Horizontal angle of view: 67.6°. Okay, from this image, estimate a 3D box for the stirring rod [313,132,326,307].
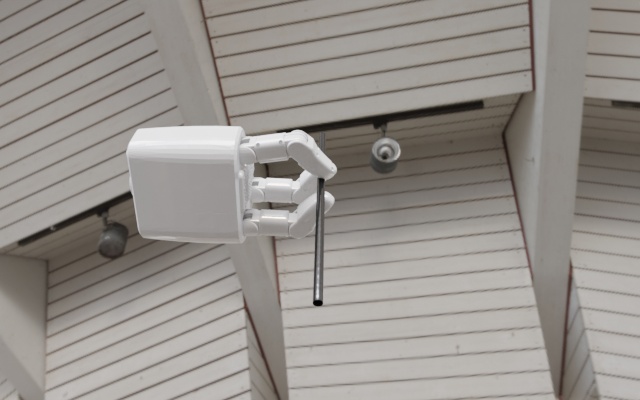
[{"bbox_3d":[0.000,0.002,0.453,0.011,0.011,0.239,0,39,1],"label":"stirring rod"}]
